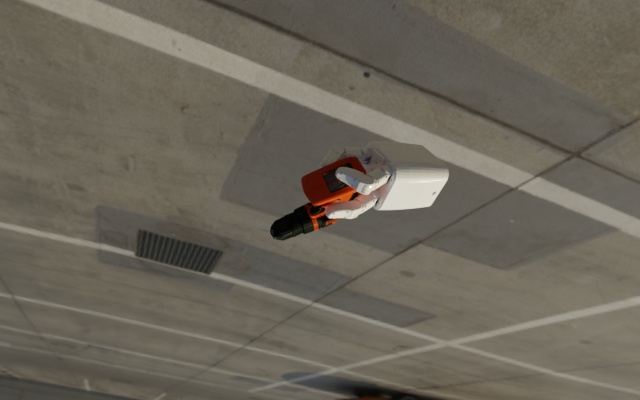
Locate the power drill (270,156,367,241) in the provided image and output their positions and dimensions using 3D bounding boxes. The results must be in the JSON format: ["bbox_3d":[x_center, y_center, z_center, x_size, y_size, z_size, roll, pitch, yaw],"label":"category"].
[{"bbox_3d":[0.000,0.002,0.813,0.184,0.057,0.188,-25,-13,-13],"label":"power drill"}]
